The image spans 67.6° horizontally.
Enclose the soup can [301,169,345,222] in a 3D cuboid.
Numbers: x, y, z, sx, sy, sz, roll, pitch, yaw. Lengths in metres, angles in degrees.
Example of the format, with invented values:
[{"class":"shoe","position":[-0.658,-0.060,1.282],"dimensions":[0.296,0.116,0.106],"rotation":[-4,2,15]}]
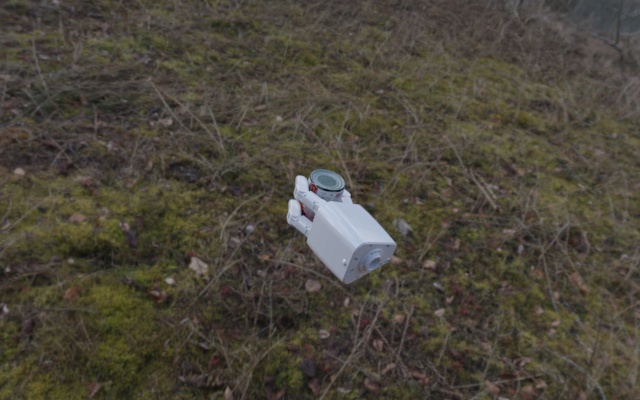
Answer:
[{"class":"soup can","position":[0.000,0.002,0.879],"dimensions":[0.068,0.102,0.068],"rotation":[12,34,-8]}]
